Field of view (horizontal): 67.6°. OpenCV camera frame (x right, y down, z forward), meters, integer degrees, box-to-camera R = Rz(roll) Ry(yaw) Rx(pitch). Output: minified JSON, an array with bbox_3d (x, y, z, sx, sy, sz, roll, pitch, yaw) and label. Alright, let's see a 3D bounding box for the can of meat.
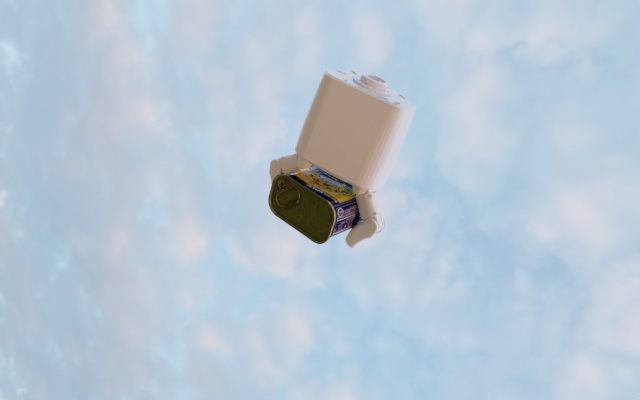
[{"bbox_3d":[0.000,0.002,0.603,0.102,0.057,0.084,32,29,28],"label":"can of meat"}]
